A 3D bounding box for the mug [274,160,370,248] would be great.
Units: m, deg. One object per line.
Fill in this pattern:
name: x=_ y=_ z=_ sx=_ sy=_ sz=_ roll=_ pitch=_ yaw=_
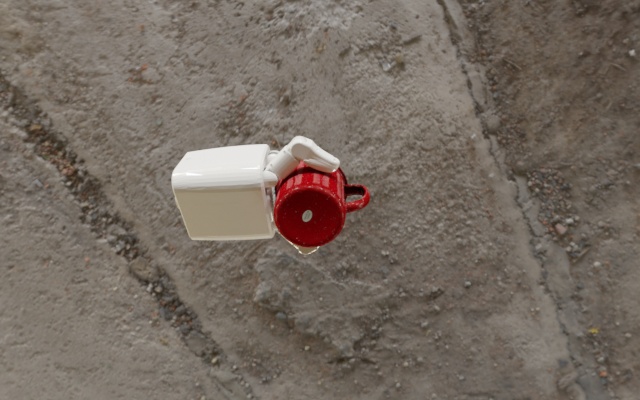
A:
mug: x=0.002 y=0.002 z=0.565 sx=0.117 sy=0.093 sz=0.081 roll=-4 pitch=25 yaw=2
